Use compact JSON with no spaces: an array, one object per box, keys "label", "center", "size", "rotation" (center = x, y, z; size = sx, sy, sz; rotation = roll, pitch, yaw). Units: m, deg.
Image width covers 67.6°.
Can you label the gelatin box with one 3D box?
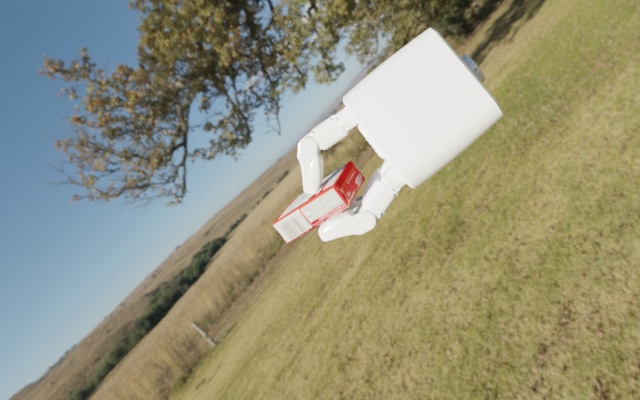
[{"label":"gelatin box","center":[0.000,0.001,0.514],"size":[0.089,0.030,0.073],"rotation":[-32,10,27]}]
